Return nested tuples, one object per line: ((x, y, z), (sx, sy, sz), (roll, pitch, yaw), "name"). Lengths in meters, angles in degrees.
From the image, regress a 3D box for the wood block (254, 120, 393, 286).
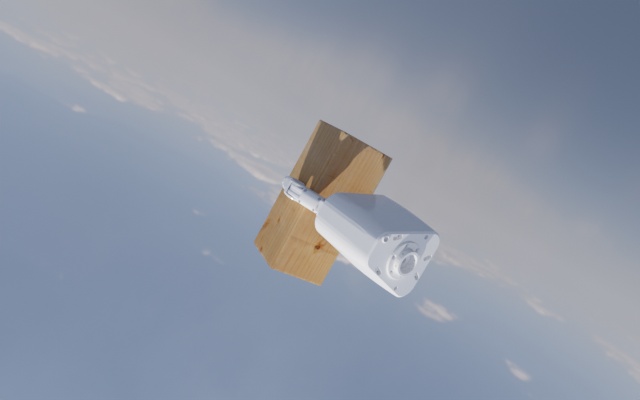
((0.000, 0.002, 0.681), (0.091, 0.206, 0.090), (25, 8, -29), "wood block")
